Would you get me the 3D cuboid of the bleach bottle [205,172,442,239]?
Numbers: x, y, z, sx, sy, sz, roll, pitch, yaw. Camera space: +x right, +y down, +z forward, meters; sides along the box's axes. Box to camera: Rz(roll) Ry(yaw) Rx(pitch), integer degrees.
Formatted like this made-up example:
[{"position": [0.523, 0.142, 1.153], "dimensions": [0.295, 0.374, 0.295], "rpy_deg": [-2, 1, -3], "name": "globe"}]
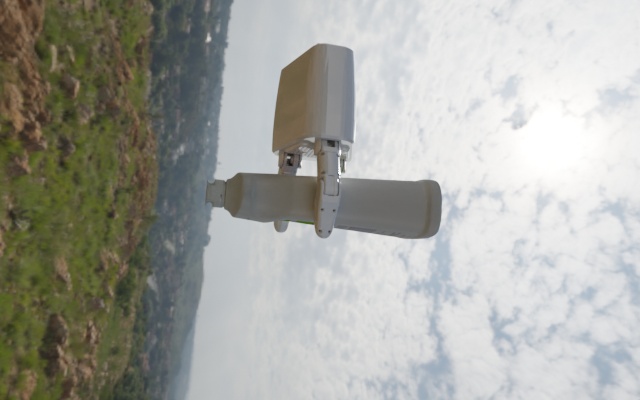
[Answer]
[{"position": [0.000, 0.002, 0.536], "dimensions": [0.251, 0.068, 0.102], "rpy_deg": [5, -8, -14], "name": "bleach bottle"}]
